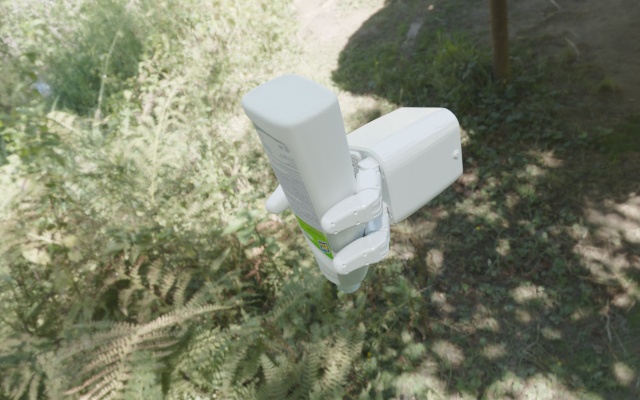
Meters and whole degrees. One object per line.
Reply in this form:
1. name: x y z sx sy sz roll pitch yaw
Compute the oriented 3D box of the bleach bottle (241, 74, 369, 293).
1. bleach bottle: 0.000 0.002 0.501 0.068 0.251 0.102 -32 40 -18
